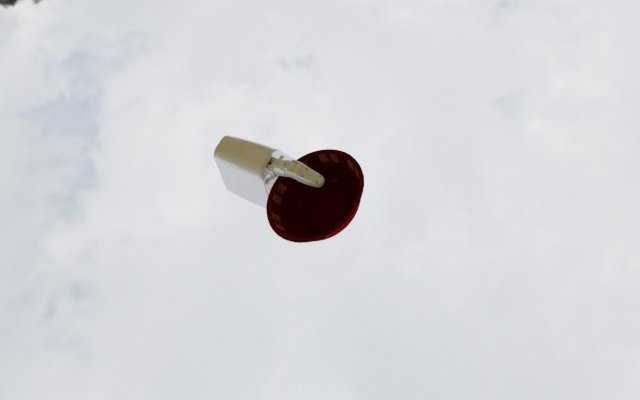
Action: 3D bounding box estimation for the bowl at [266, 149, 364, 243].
[{"bbox_3d":[0.001,0.003,0.724,0.162,0.162,0.055,0,-30,30],"label":"bowl"}]
